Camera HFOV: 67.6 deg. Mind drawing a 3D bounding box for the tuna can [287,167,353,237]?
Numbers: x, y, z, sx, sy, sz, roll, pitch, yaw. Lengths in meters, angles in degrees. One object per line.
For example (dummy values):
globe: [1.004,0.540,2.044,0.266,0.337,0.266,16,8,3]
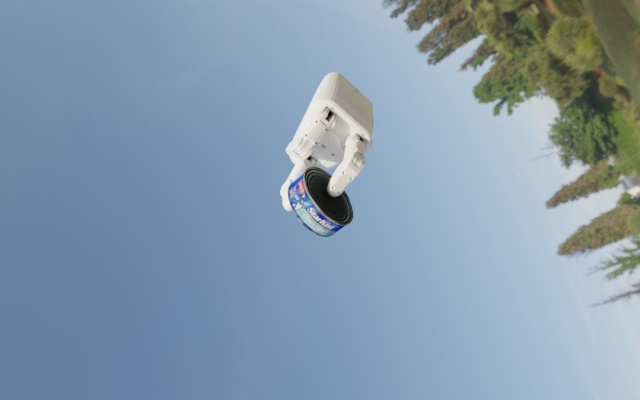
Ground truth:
tuna can: [0.000,0.002,0.595,0.034,0.086,0.086,-38,-20,28]
